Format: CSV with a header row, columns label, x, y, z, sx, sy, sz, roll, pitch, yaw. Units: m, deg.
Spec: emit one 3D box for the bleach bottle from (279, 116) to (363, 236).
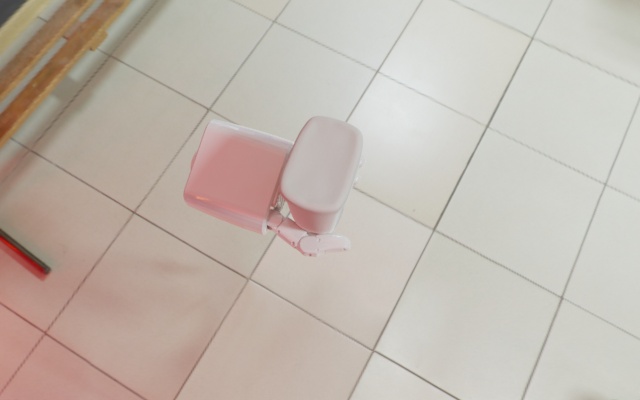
label,x,y,z,sx,sy,sz,roll,pitch,yaw
bleach bottle,0.000,0.002,0.569,0.068,0.102,0.251,19,-18,5
